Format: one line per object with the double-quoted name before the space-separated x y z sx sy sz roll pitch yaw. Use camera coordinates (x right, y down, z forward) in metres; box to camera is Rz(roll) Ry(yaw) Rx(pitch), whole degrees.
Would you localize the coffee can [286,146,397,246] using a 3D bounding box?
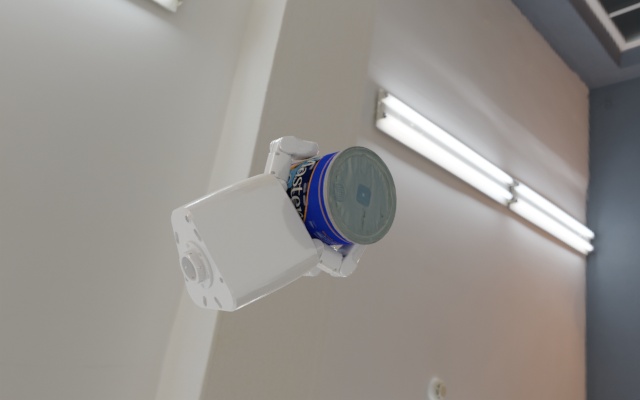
"coffee can" 0.000 0.002 0.544 0.103 0.103 0.140 0 -6 -41
